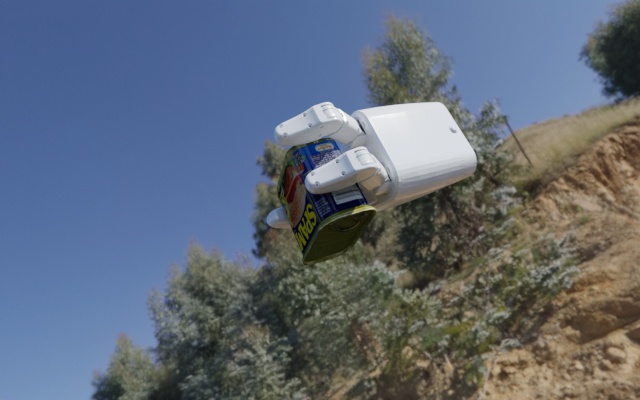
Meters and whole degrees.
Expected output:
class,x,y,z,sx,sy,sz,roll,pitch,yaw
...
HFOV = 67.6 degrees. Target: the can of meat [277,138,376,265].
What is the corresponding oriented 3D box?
class,x,y,z,sx,sy,sz,roll,pitch,yaw
can of meat,0.000,0.001,0.456,0.057,0.084,0.102,-15,-24,-22
